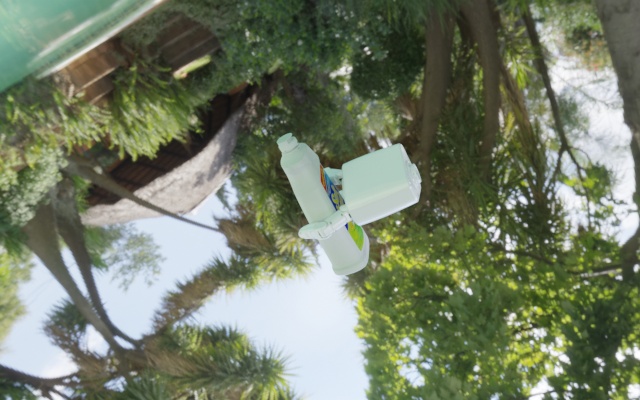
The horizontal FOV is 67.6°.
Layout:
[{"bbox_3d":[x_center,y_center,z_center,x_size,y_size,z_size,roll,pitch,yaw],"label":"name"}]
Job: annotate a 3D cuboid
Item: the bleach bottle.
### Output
[{"bbox_3d":[0.000,0.003,0.803,0.068,0.251,0.102,-21,27,20],"label":"bleach bottle"}]
